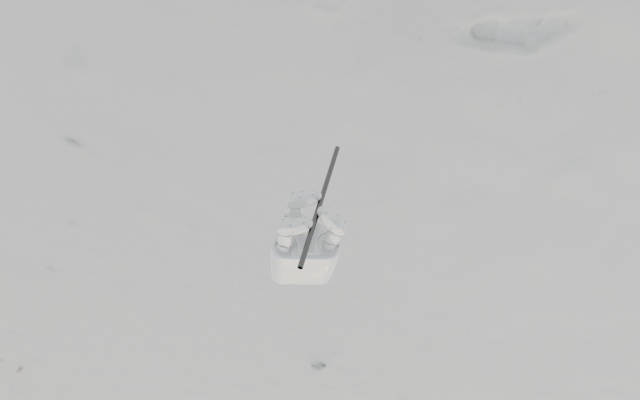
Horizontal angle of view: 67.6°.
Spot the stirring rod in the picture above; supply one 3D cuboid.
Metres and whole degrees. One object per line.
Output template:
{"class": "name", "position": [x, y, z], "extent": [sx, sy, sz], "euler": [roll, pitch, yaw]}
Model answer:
{"class": "stirring rod", "position": [0.000, 0.002, 0.741], "extent": [0.011, 0.239, 0.011], "euler": [11, -37, 8]}
